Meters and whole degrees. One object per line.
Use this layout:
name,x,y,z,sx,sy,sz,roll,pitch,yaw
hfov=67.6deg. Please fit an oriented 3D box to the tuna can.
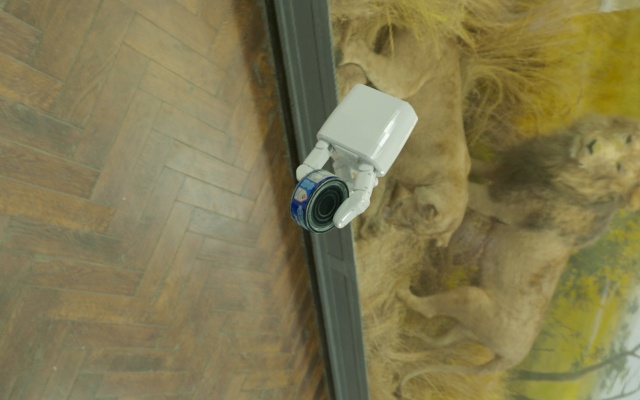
tuna can,0.000,0.002,0.661,0.086,0.086,0.033,0,22,-47
